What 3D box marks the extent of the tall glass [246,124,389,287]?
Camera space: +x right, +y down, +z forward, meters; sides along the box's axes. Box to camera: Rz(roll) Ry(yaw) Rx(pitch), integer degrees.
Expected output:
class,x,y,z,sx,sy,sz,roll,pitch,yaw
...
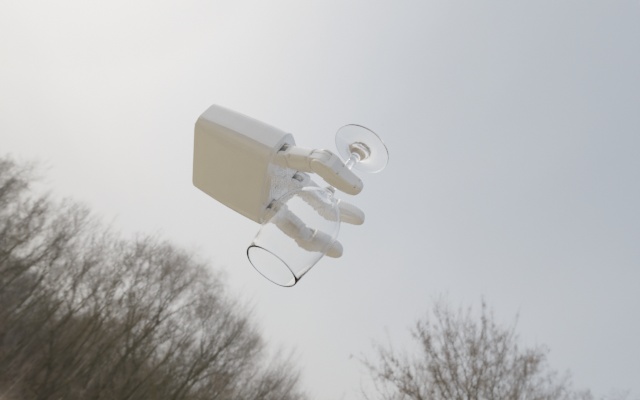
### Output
class,x,y,z,sx,sy,sz,roll,pitch,yaw
tall glass,0.001,0.001,0.537,0.079,0.079,0.201,0,42,43
